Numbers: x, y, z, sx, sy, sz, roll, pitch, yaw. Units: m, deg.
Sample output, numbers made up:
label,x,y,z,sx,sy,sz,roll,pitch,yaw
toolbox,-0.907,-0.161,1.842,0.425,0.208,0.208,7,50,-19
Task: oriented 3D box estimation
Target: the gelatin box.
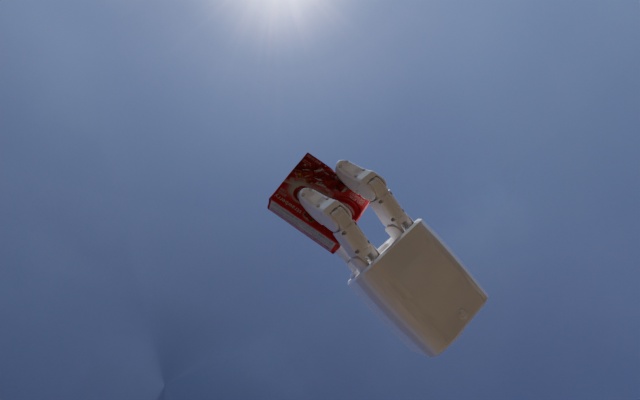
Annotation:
label,x,y,z,sx,sy,sz,roll,pitch,yaw
gelatin box,0.000,0.002,0.512,0.089,0.073,0.030,34,-29,5
